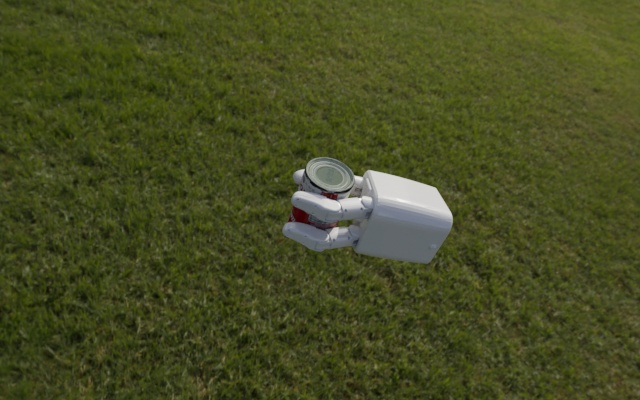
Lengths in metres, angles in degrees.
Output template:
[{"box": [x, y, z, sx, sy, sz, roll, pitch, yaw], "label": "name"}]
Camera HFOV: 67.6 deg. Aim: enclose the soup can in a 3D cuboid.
[{"box": [0.000, 0.002, 0.636, 0.068, 0.102, 0.068, 11, 42, -10], "label": "soup can"}]
